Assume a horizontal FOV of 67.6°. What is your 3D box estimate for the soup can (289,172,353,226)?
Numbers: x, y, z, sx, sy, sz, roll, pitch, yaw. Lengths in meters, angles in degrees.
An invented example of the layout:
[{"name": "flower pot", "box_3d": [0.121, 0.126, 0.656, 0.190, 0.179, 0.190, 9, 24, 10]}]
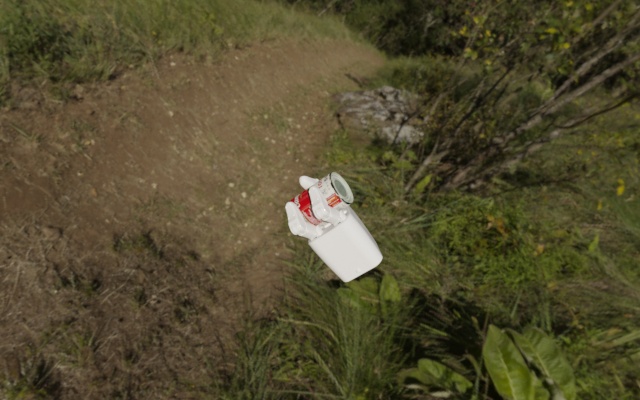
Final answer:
[{"name": "soup can", "box_3d": [0.000, 0.002, 0.865, 0.102, 0.068, 0.068, -33, -15, 24]}]
